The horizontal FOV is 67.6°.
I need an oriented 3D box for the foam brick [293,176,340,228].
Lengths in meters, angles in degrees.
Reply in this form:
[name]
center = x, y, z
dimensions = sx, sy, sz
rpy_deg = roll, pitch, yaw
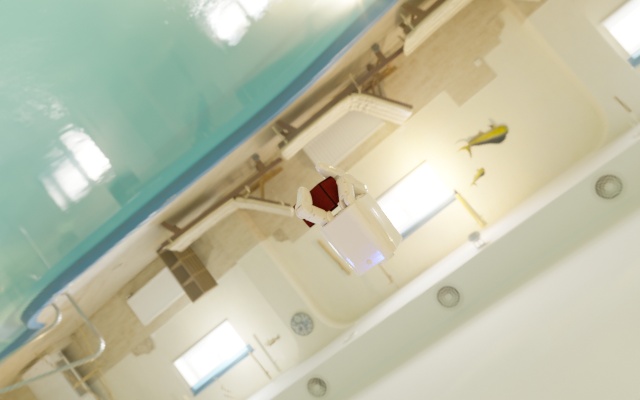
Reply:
[foam brick]
center = 0.000, 0.003, 0.854
dimensions = 0.078, 0.051, 0.053
rpy_deg = -41, -4, 35
